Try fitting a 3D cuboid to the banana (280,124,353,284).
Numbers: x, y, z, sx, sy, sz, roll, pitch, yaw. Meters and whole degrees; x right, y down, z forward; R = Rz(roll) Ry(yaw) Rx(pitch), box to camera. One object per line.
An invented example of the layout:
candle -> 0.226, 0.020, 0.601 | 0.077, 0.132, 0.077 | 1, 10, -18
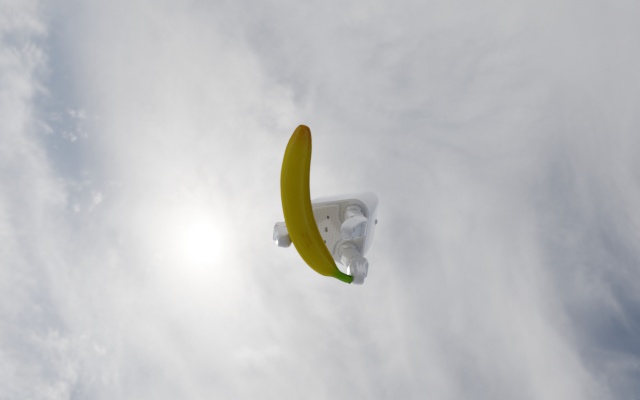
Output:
banana -> -0.016, 0.010, 0.584 | 0.069, 0.198, 0.037 | -16, 5, 22
